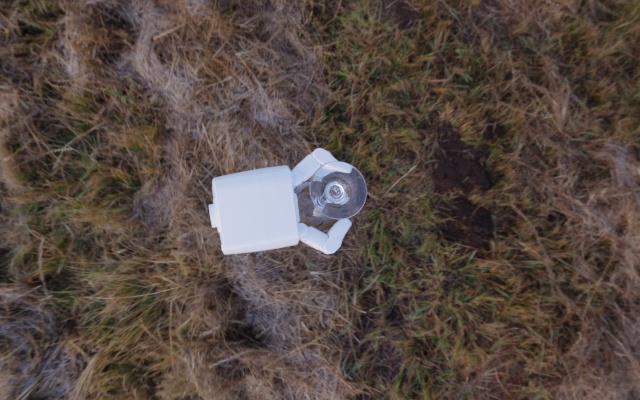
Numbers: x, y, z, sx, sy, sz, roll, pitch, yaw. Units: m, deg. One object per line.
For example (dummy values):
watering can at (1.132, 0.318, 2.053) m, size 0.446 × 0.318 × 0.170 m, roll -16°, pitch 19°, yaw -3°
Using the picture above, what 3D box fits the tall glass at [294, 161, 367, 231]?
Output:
tall glass at (0.000, 0.002, 0.693) m, size 0.079 × 0.079 × 0.201 m, roll 0°, pitch -9°, yaw -13°
